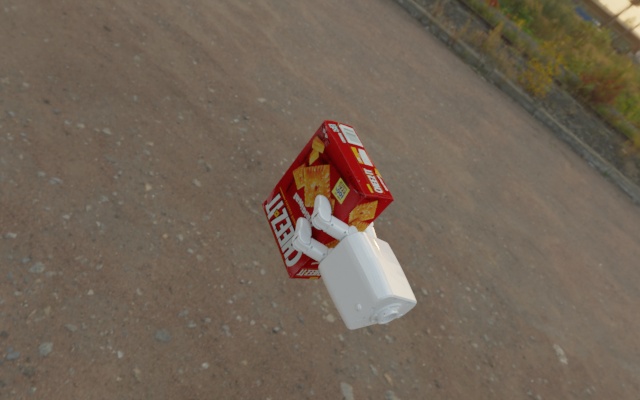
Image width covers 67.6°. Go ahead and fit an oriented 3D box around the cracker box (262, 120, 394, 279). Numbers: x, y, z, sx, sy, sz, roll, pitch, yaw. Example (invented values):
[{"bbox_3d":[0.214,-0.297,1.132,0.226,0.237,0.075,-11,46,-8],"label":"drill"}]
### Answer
[{"bbox_3d":[0.000,0.002,0.777,0.072,0.164,0.214,8,-45,-40],"label":"cracker box"}]
